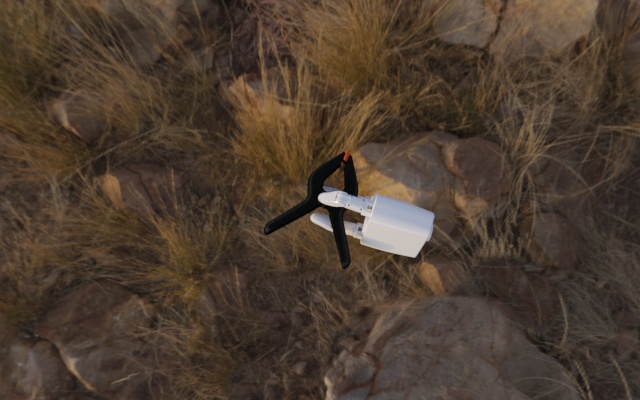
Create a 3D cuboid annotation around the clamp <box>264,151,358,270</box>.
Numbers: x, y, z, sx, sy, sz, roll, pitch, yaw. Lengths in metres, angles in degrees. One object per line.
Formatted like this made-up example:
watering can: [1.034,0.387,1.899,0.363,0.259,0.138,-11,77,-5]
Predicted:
clamp: [0.001,0.002,0.867,0.164,0.210,0.036,17,-14,1]
